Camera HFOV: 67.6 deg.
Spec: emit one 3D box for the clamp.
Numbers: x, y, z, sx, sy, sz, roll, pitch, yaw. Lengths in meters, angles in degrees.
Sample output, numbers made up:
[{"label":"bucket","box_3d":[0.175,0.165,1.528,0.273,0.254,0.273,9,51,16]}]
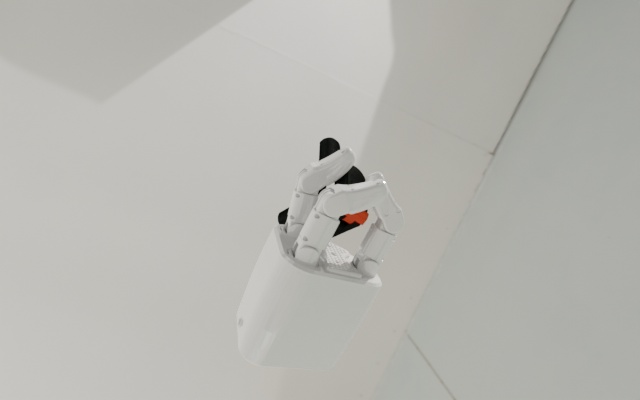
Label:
[{"label":"clamp","box_3d":[0.001,0.002,0.506,0.039,0.120,0.171,24,13,-18]}]
